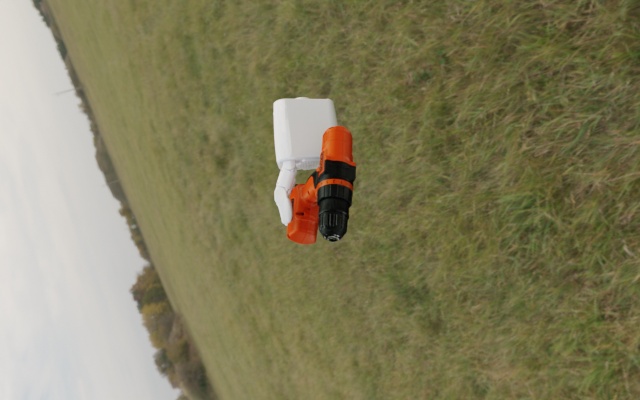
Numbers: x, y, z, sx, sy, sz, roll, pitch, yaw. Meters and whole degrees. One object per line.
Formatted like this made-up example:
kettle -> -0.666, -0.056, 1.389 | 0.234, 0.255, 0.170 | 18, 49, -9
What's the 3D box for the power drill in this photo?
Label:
power drill -> 0.000, 0.002, 0.749 | 0.057, 0.184, 0.188 | 15, -30, -16
